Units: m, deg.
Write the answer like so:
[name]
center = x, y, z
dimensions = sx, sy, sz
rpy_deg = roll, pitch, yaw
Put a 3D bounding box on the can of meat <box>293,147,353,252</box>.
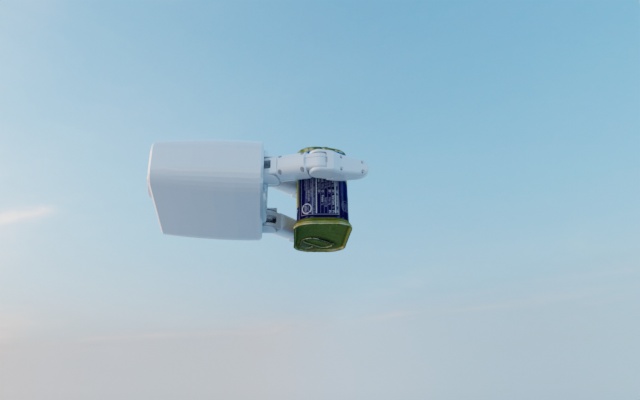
[can of meat]
center = 0.000, 0.001, 0.508
dimensions = 0.057, 0.084, 0.102
rpy_deg = 0, -21, -3
